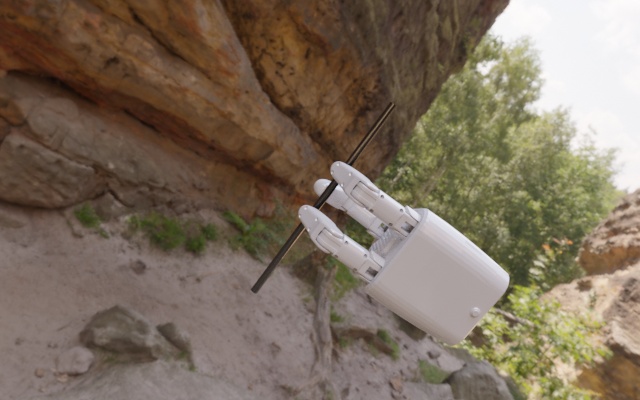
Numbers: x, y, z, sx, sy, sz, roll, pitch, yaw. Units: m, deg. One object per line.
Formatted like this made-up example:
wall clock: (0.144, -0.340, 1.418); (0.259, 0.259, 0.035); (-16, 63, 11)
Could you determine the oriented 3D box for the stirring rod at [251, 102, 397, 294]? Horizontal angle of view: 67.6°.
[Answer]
stirring rod: (0.000, 0.002, 0.484); (0.011, 0.239, 0.011); (35, 11, -8)
